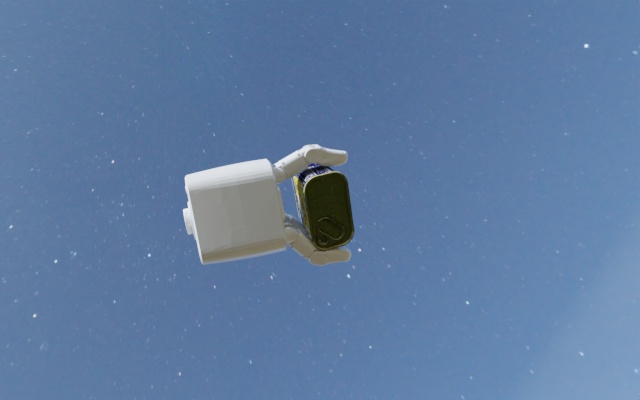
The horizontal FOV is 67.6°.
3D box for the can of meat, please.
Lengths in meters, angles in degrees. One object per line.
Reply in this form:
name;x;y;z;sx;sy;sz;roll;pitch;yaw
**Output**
can of meat;0.000;0.002;0.633;0.057;0.102;0.084;-15;22;-13
